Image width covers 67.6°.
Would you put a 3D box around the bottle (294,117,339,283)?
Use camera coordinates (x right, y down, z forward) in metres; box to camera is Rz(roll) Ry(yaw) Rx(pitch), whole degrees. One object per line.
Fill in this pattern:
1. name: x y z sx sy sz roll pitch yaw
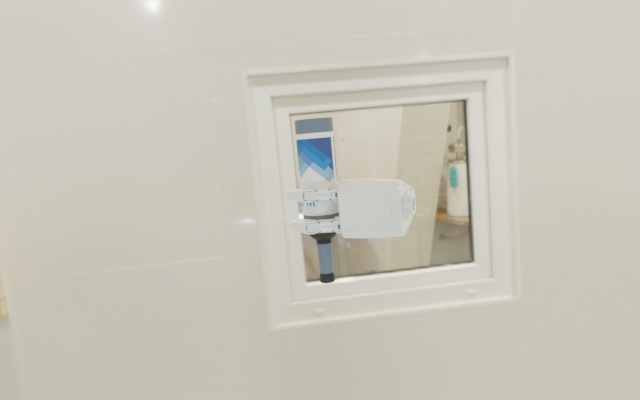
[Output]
1. bottle: 0.000 0.003 0.855 0.069 0.296 0.069 -5 8 1
